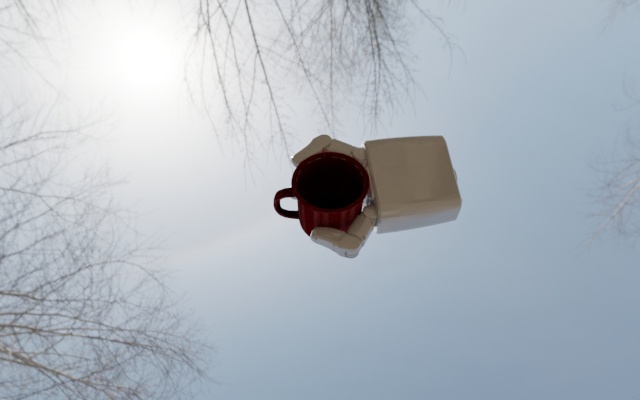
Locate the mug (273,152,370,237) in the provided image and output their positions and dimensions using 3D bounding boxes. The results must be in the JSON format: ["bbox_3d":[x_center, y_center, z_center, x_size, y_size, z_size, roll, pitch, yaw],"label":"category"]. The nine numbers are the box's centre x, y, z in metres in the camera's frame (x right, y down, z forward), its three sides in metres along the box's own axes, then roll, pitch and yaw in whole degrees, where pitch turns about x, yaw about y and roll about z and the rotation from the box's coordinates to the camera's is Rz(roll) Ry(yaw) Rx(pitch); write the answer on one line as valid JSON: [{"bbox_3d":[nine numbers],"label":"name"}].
[{"bbox_3d":[-0.001,0.002,0.596,0.117,0.093,0.082,-7,-36,-5],"label":"mug"}]
